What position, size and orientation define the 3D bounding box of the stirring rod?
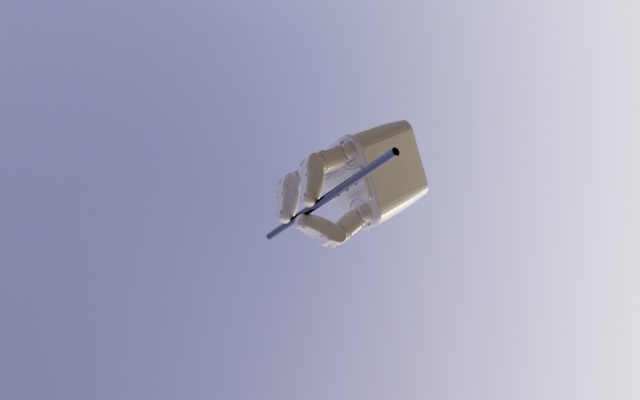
[{"bbox_3d":[0.000,0.002,0.491,0.011,0.011,0.239,0,-21,-34],"label":"stirring rod"}]
